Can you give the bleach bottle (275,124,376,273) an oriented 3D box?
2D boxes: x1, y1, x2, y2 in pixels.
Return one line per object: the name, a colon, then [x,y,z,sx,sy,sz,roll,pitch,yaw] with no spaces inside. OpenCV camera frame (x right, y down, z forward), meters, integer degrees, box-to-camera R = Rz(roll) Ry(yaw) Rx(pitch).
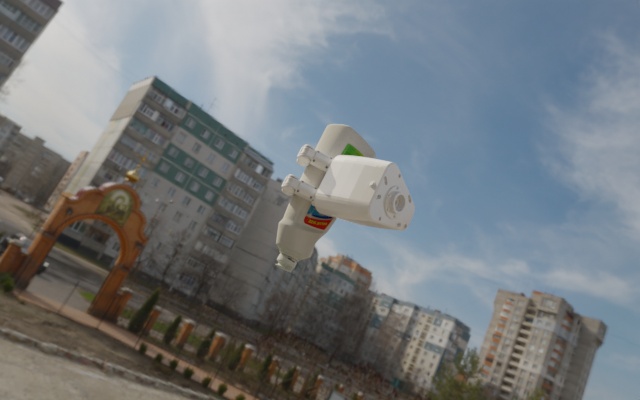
bleach bottle: [0.000,0.002,0.787,0.068,0.250,0.103,12,-21,44]
